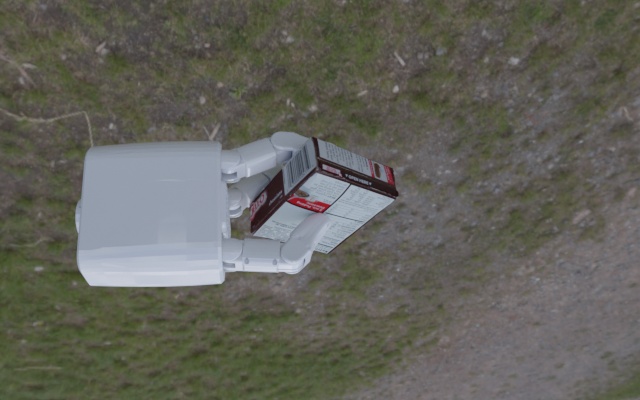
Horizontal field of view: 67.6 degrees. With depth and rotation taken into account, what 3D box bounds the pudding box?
[{"bbox_3d":[0.000,0.002,0.433,0.090,0.039,0.113,17,-40,-31],"label":"pudding box"}]
